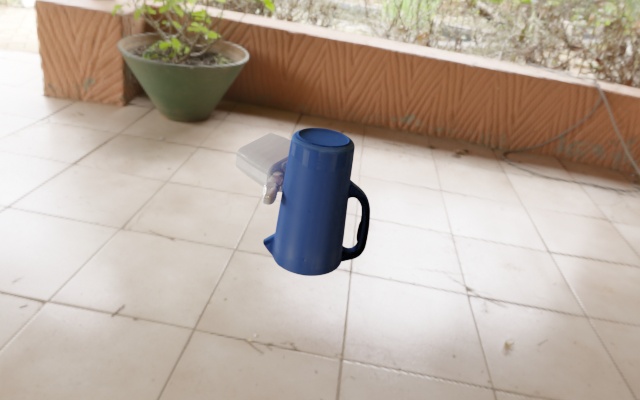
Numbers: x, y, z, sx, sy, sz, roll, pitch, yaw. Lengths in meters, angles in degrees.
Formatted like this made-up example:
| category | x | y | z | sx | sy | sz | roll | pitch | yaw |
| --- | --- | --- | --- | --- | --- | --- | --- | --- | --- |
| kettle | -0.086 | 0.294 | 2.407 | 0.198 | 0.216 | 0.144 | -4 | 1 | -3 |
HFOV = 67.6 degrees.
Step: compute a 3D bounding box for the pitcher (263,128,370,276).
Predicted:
| category | x | y | z | sx | sy | sz | roll | pitch | yaw |
| --- | --- | --- | --- | --- | --- | --- | --- | --- | --- |
| pitcher | 0.000 | 0.003 | 0.847 | 0.149 | 0.243 | 0.145 | -16 | 36 | -41 |
